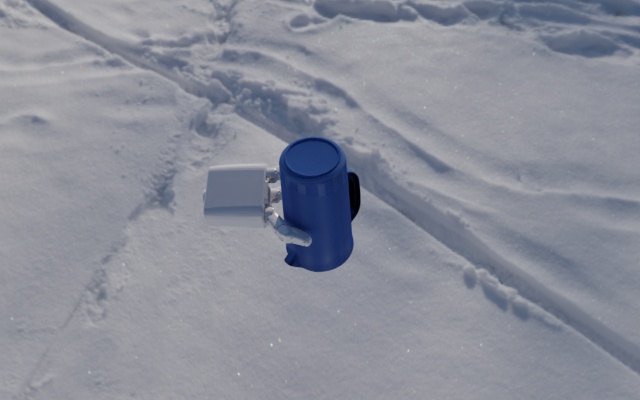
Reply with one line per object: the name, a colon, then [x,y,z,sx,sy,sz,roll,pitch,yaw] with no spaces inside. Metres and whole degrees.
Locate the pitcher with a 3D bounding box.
pitcher: [0.000,0.003,0.849,0.145,0.149,0.243,1,-41,4]
